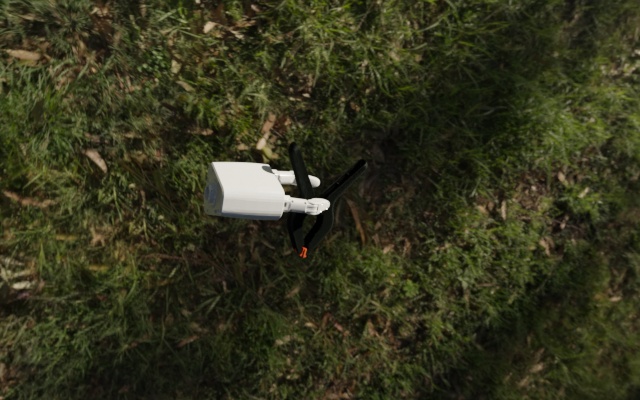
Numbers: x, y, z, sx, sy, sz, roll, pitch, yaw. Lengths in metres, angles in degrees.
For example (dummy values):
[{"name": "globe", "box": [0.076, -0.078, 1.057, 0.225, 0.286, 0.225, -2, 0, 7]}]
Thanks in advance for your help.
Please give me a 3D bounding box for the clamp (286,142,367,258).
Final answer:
[{"name": "clamp", "box": [0.000, 0.004, 0.874, 0.164, 0.210, 0.036, 3, 17, -29]}]
